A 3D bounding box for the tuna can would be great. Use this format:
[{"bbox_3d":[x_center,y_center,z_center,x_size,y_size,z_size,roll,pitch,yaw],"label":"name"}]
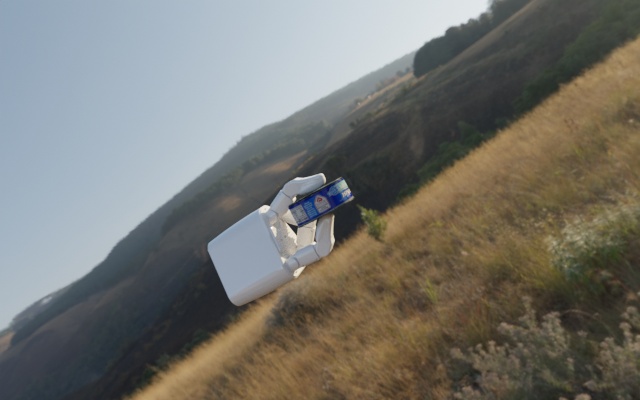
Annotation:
[{"bbox_3d":[0.000,0.002,0.642,0.086,0.034,0.086,-28,2,1],"label":"tuna can"}]
